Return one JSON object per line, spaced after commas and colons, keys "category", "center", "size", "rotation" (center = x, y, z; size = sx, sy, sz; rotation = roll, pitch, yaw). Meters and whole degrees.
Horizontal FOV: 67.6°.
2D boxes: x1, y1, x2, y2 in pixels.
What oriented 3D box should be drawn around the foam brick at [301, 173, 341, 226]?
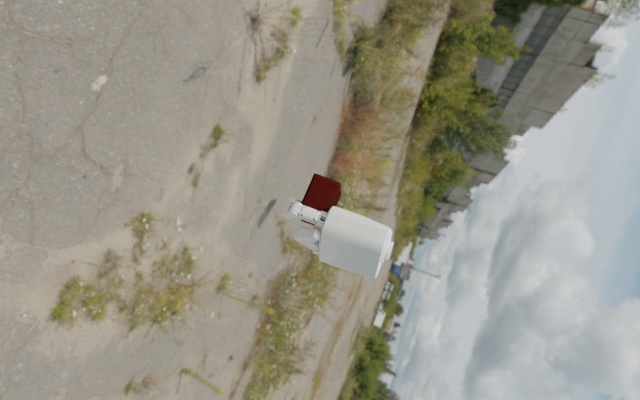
{"category": "foam brick", "center": [0.000, 0.002, 0.844], "size": [0.051, 0.078, 0.053], "rotation": [18, -20, 13]}
